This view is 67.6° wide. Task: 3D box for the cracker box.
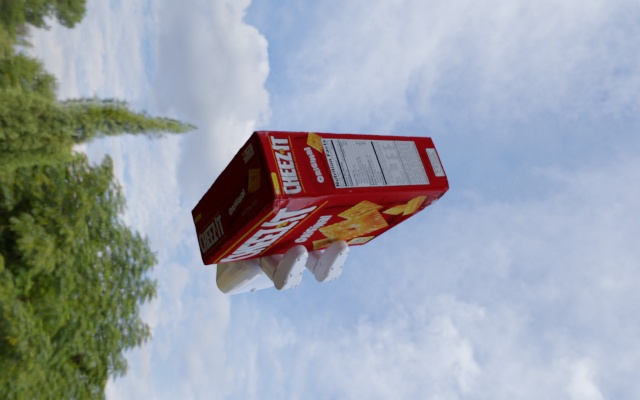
[{"bbox_3d":[0.000,0.001,0.492,0.213,0.072,0.164,-4,-23,-36],"label":"cracker box"}]
